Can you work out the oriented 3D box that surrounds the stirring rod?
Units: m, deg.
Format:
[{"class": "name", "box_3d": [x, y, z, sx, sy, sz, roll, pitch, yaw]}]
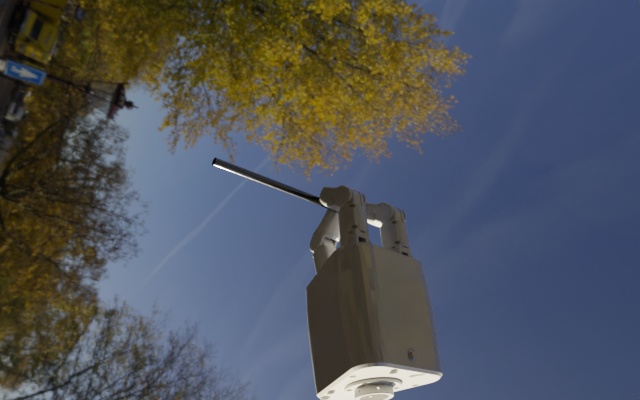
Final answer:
[{"class": "stirring rod", "box_3d": [0.000, 0.002, 0.491, 0.239, 0.011, 0.011, 21, -12, -32]}]
